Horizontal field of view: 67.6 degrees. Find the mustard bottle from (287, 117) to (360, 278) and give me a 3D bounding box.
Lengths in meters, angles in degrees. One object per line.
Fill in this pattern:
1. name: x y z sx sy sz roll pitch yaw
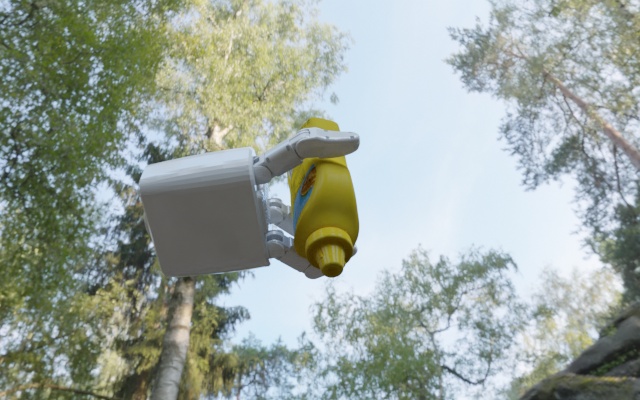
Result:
1. mustard bottle: 0.000 0.001 0.466 0.058 0.096 0.191 12 34 -14
